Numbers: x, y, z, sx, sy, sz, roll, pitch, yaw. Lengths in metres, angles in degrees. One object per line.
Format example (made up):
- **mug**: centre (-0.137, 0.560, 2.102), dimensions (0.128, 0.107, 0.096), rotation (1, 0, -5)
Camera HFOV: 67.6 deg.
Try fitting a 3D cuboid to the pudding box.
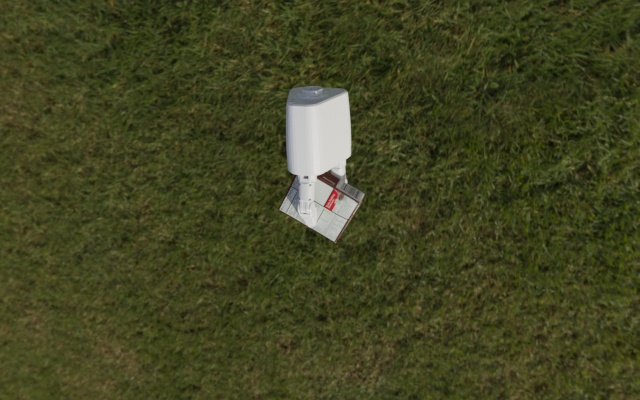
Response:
- **pudding box**: centre (0.000, 0.003, 0.769), dimensions (0.113, 0.090, 0.039), rotation (31, 30, 3)
